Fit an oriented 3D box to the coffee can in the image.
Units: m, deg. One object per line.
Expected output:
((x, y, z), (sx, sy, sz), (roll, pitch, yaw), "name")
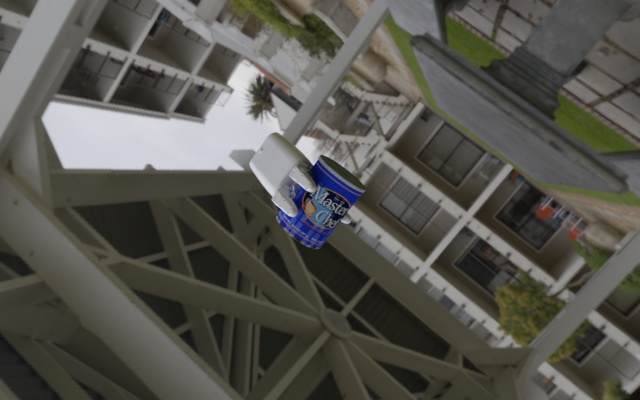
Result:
((0.000, 0.003, 0.870), (0.103, 0.140, 0.102), (35, 13, -9), "coffee can")
